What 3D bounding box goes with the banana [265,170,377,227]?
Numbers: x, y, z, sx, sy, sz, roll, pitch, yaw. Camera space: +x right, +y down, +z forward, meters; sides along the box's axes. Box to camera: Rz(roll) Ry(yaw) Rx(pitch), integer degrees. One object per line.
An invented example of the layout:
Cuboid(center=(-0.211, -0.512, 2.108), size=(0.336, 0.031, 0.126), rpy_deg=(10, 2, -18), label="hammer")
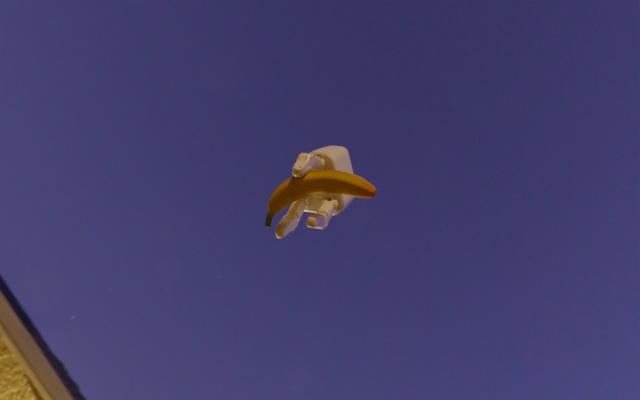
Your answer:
Cuboid(center=(-0.008, -0.014, 0.767), size=(0.198, 0.069, 0.037), rpy_deg=(-17, 1, 22), label="banana")
